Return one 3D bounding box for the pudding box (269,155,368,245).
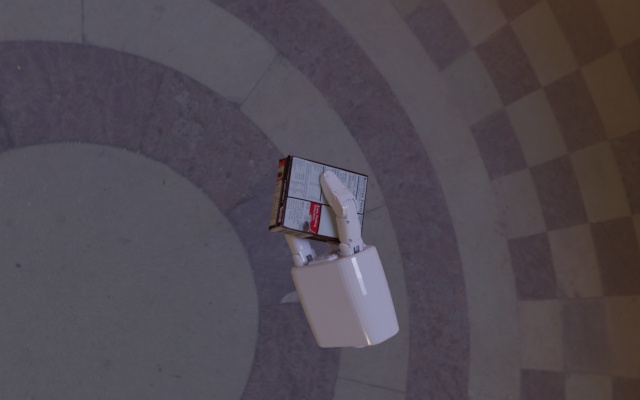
[{"bbox_3d":[0.000,0.002,0.580,0.113,0.090,0.039,14,-15,-28],"label":"pudding box"}]
